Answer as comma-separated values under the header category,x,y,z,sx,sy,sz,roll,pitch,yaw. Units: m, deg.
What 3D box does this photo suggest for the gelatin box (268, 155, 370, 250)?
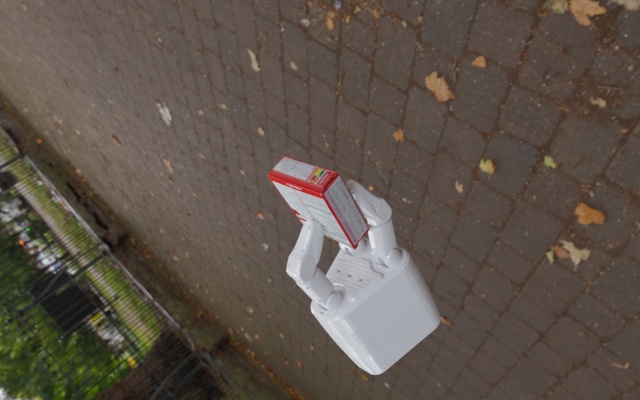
category,x,y,z,sx,sy,sz,roll,pitch,yaw
gelatin box,0.000,0.002,0.461,0.073,0.030,0.089,21,-25,41
